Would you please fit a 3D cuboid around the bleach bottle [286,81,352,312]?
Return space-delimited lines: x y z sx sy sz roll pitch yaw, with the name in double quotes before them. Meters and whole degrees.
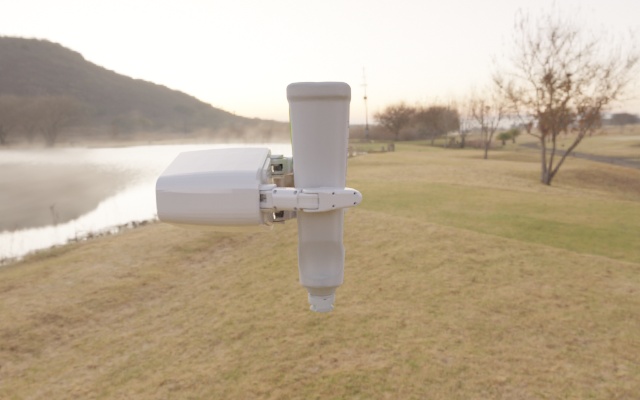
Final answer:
"bleach bottle" 0.000 0.002 0.526 0.068 0.251 0.102 0 8 2
